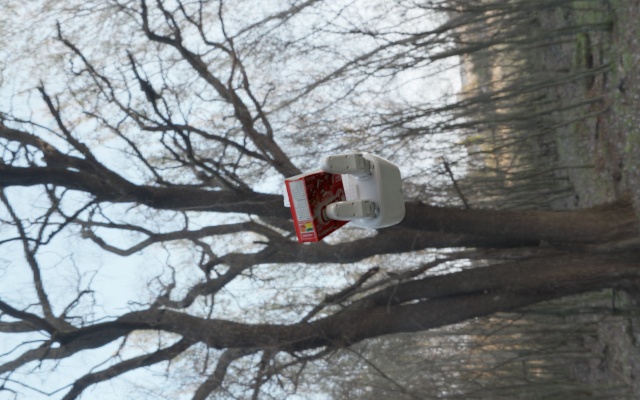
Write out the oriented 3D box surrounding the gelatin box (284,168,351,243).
[{"bbox_3d":[0.000,0.002,0.553,0.030,0.073,0.089,-8,8,31],"label":"gelatin box"}]
